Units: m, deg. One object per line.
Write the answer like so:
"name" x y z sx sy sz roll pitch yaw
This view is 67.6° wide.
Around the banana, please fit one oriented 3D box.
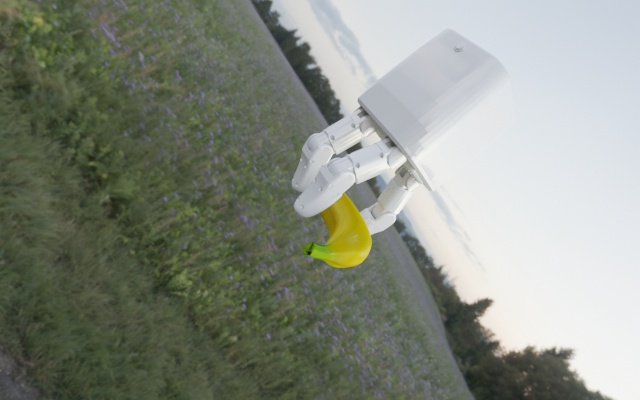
"banana" 0.014 0.015 0.464 0.070 0.037 0.197 42 12 -18
